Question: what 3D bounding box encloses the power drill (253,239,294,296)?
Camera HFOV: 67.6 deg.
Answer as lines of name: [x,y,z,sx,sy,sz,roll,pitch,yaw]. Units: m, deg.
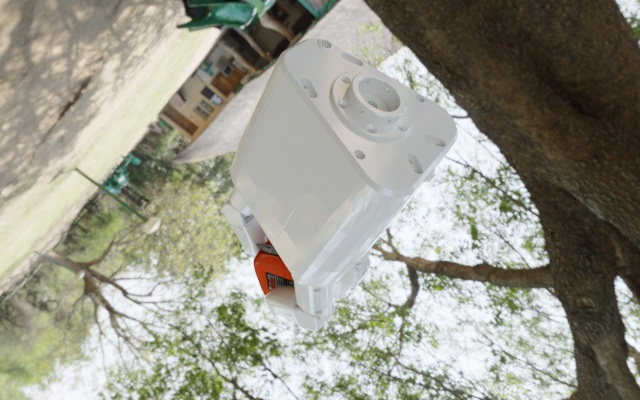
power drill: [0.000,0.002,0.443,0.057,0.187,0.184,16,-24,7]
